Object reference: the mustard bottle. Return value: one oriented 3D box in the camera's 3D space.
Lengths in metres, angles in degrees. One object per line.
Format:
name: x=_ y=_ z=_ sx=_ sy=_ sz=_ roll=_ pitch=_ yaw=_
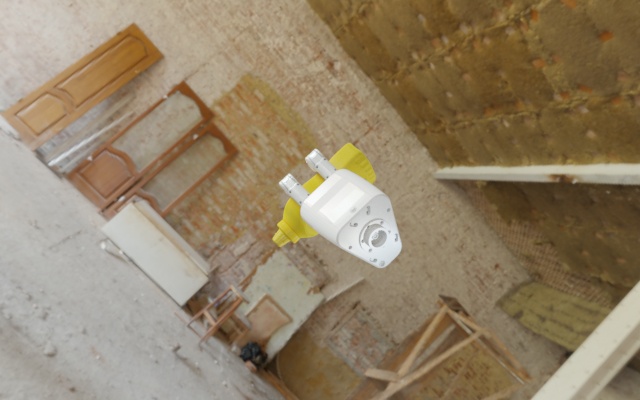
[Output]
mustard bottle: x=0.000 y=0.002 z=0.759 sx=0.058 sy=0.191 sz=0.096 roll=43 pitch=-8 yaw=31
